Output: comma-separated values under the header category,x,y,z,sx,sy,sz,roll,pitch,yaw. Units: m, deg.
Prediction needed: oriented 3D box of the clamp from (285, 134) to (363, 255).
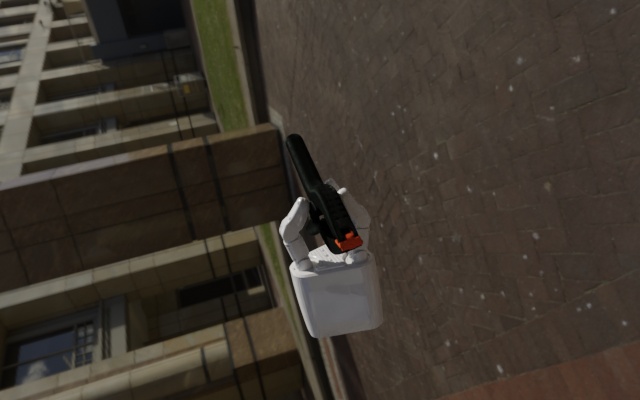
category,x,y,z,sx,sy,sz,roll,pitch,yaw
clamp,0.000,0.003,0.633,0.036,0.165,0.210,-19,21,-12
